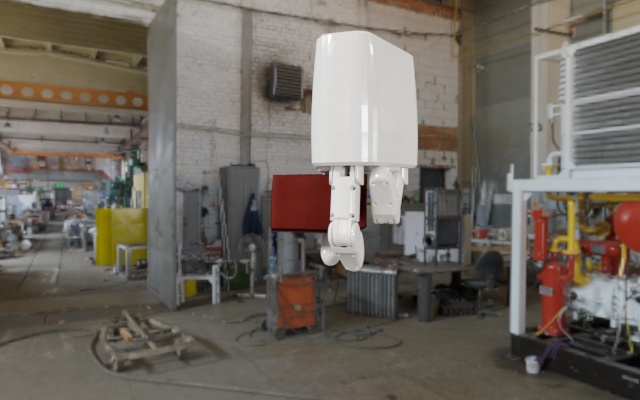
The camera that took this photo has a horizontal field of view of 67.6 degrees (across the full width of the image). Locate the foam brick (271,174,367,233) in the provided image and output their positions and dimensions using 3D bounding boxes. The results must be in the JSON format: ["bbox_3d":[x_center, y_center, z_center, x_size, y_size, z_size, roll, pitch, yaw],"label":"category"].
[{"bbox_3d":[0.000,0.002,0.435,0.078,0.051,0.053,0,3,17],"label":"foam brick"}]
